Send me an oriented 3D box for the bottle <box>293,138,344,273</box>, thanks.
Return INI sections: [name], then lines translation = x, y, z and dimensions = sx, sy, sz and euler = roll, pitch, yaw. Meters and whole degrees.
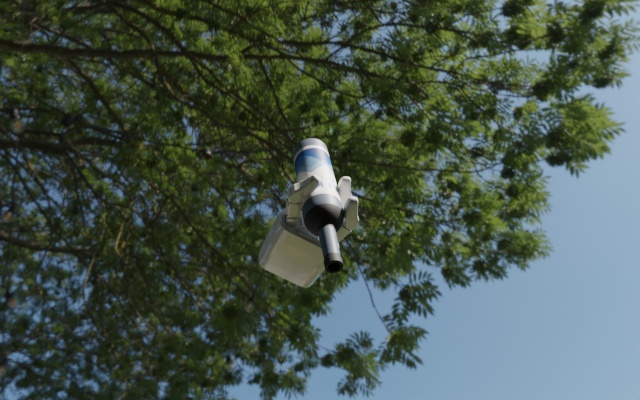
[bottle]
translation = 0.000, 0.002, 0.797
dimensions = 0.069, 0.069, 0.295
euler = 0, 39, -10
